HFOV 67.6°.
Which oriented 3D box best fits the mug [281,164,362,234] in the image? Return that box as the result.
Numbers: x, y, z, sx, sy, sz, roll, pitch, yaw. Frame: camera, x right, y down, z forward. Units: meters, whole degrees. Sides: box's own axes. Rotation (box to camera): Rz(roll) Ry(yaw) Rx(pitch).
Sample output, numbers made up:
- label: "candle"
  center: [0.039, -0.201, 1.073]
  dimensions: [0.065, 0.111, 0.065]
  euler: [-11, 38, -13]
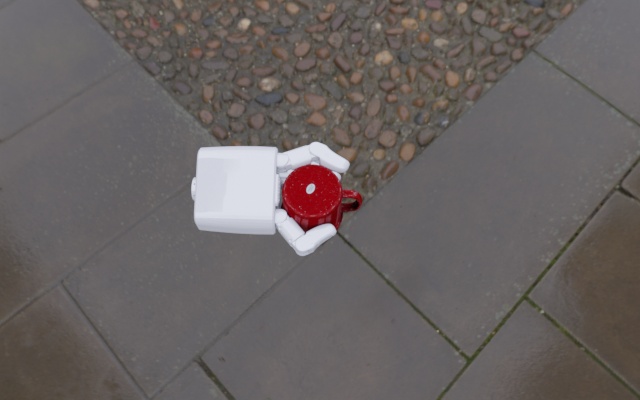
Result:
- label: "mug"
  center: [0.002, 0.002, 0.667]
  dimensions: [0.117, 0.093, 0.081]
  euler: [1, -24, -1]
